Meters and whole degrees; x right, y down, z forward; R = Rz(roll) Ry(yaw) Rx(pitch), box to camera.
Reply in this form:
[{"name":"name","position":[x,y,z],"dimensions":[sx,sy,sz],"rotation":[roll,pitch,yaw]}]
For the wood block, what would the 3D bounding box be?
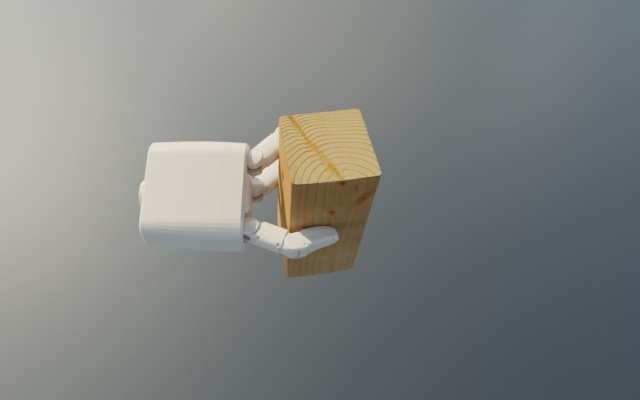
[{"name":"wood block","position":[0.000,0.002,0.559],"dimensions":[0.090,0.090,0.206],"rotation":[-7,-33,-10]}]
